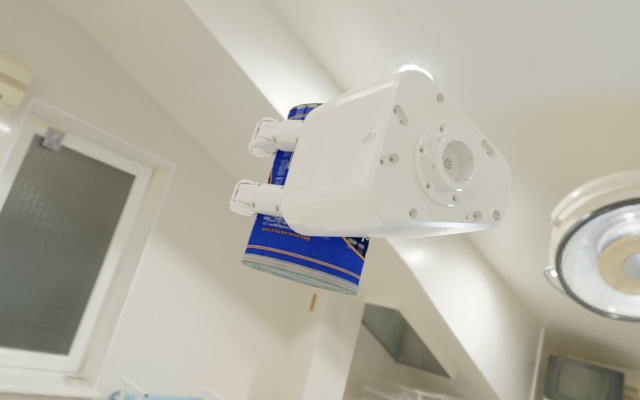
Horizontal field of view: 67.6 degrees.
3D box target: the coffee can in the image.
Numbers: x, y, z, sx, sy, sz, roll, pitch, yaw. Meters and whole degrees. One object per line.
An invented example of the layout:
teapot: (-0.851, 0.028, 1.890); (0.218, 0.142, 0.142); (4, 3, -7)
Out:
coffee can: (0.000, 0.002, 0.420); (0.103, 0.140, 0.103); (15, -13, 4)
